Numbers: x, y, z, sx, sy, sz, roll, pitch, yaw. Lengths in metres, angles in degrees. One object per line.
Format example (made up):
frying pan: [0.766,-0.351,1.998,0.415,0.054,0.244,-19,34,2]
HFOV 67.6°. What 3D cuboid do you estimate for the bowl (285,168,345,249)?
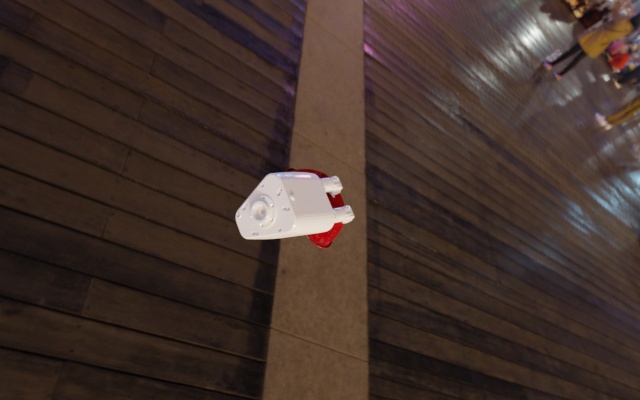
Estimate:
bowl: [0.001,0.002,0.863,0.055,0.162,0.162,-27,-9,19]
